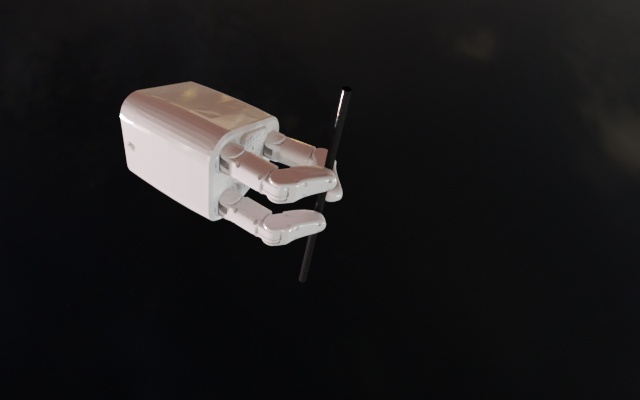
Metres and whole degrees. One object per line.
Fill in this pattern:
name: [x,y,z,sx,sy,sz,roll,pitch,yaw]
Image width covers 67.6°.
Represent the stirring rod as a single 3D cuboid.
stirring rod: [0.000,0.001,0.441,0.011,0.240,0.011,7,44,-7]
